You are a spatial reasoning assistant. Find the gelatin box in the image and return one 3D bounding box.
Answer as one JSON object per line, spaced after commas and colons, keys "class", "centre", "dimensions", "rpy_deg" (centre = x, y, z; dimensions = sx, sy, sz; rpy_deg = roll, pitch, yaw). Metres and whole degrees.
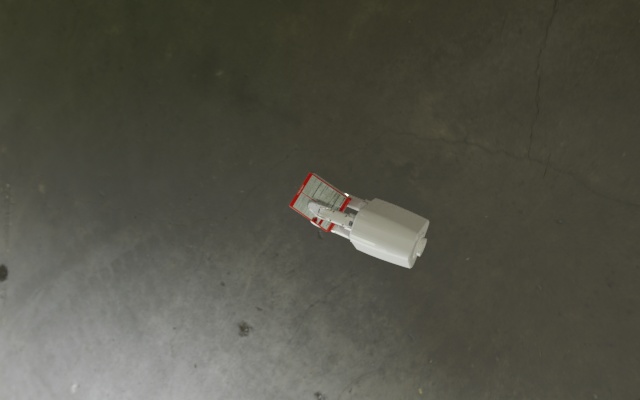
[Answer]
{"class": "gelatin box", "centre": [0.000, 0.003, 0.861], "dimensions": [0.089, 0.073, 0.030], "rpy_deg": [34, 9, 13]}
